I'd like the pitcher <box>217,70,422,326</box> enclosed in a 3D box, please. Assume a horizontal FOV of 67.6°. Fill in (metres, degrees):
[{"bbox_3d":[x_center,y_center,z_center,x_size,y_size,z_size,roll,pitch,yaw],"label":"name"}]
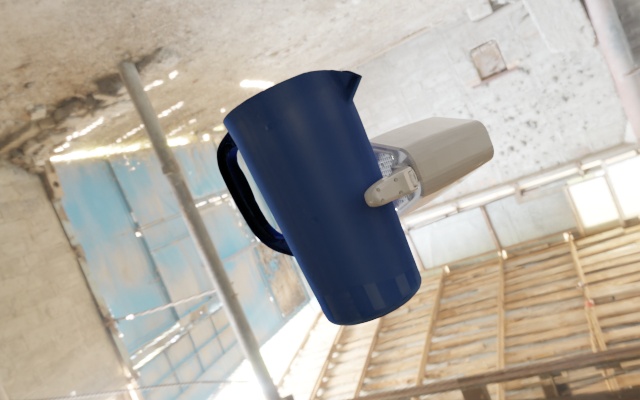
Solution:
[{"bbox_3d":[0.000,0.002,0.496,0.145,0.243,0.149,-25,3,-19],"label":"pitcher"}]
